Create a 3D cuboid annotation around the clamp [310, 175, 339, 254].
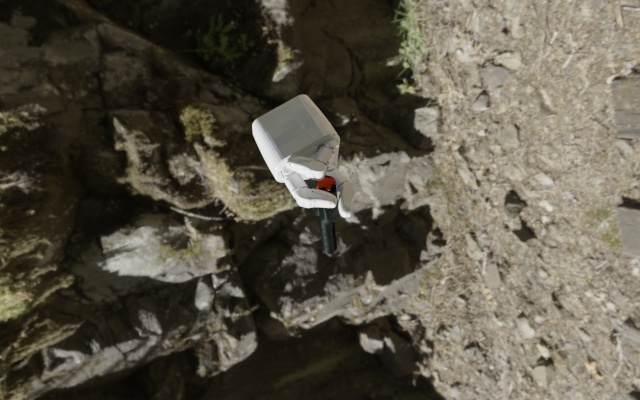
[{"bbox_3d":[0.000,0.003,0.796,0.039,0.120,0.172,-21,-32,-18],"label":"clamp"}]
